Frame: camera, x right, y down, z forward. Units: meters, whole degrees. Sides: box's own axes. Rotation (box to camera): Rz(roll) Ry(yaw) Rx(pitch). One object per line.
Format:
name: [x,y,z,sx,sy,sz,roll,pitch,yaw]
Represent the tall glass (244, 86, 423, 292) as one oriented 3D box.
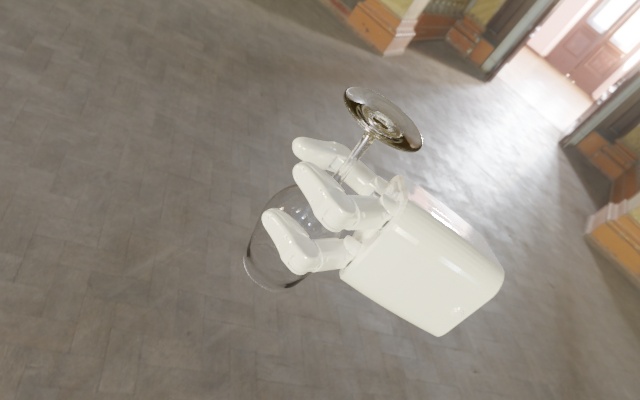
tall glass: [0.000,0.001,0.426,0.079,0.079,0.201,0,-41,-42]
